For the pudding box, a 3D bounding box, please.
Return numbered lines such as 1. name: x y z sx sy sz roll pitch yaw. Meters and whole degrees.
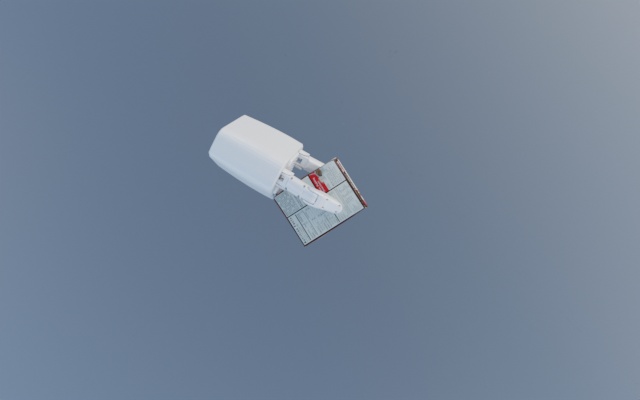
1. pudding box: 0.000 0.002 0.712 0.113 0.090 0.039 -32 0 11
